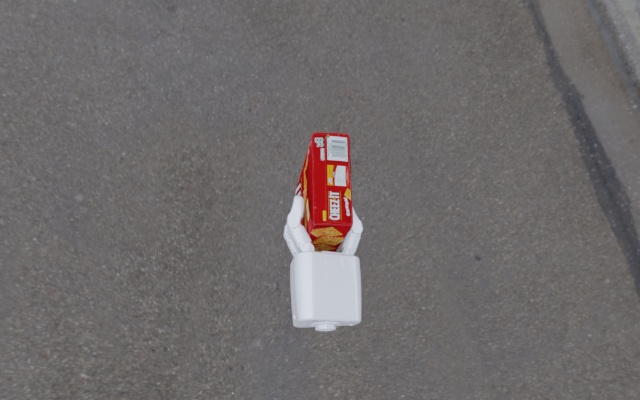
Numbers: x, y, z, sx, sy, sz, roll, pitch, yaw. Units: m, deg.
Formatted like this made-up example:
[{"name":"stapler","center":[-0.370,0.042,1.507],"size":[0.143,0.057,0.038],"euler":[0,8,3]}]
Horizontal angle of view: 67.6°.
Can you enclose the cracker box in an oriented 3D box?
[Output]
[{"name":"cracker box","center":[0.000,0.003,0.845],"size":[0.072,0.164,0.214],"euler":[3,-22,-9]}]
